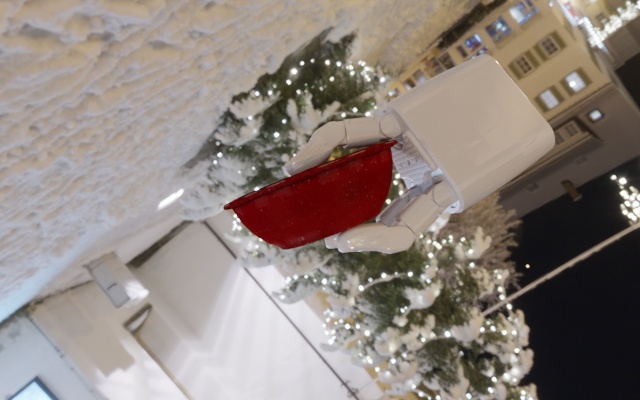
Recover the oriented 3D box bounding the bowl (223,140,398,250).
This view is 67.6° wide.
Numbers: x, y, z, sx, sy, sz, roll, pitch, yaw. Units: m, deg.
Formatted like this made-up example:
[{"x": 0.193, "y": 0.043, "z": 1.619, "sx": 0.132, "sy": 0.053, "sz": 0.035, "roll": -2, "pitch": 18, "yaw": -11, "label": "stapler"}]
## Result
[{"x": -0.001, "y": 0.002, "z": 0.419, "sx": 0.162, "sy": 0.055, "sz": 0.162, "roll": -21, "pitch": 1, "yaw": 0, "label": "bowl"}]
